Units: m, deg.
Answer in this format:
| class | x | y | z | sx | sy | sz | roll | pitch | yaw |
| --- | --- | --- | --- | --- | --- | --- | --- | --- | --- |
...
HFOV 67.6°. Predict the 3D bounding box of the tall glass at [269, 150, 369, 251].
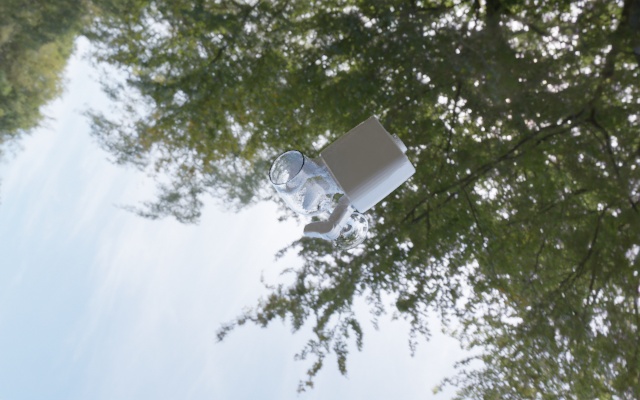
| class | x | y | z | sx | sy | sz | roll | pitch | yaw |
| --- | --- | --- | --- | --- | --- | --- | --- | --- | --- |
| tall glass | 0.000 | 0.003 | 0.758 | 0.079 | 0.079 | 0.201 | 0 | -31 | 36 |
